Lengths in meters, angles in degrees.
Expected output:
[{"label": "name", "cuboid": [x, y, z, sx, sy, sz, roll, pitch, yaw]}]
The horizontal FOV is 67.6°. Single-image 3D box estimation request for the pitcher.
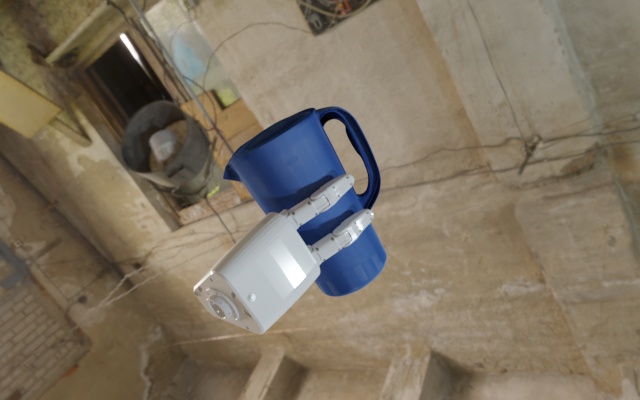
[{"label": "pitcher", "cuboid": [0.000, 0.002, 0.647, 0.149, 0.243, 0.145, -12, 25, 47]}]
